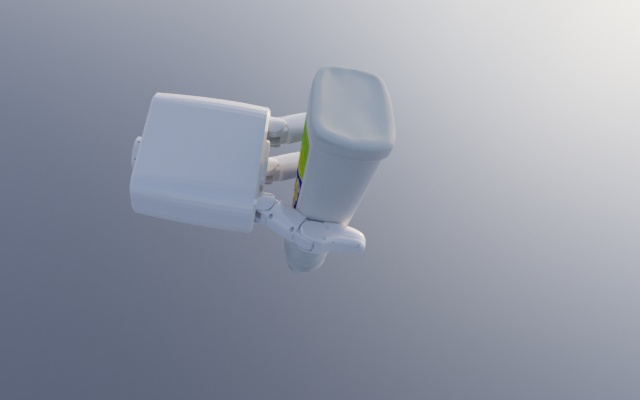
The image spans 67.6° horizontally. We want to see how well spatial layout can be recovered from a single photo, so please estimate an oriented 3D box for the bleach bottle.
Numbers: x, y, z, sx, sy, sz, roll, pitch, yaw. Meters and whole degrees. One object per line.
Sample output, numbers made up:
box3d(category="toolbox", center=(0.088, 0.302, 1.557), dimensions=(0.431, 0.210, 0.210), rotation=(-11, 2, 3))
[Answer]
box3d(category="bleach bottle", center=(0.000, 0.001, 0.463), dimensions=(0.068, 0.102, 0.251), rotation=(8, -41, -9))
